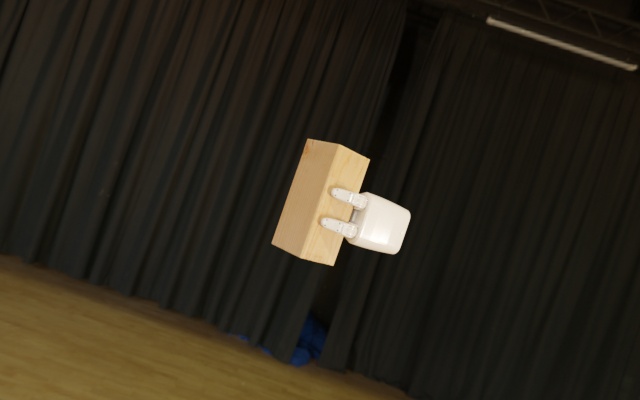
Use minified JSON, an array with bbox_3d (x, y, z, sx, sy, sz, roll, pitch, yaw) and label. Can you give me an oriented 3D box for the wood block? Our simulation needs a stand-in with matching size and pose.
[{"bbox_3d":[0.000,0.003,0.877,0.090,0.206,0.091,20,-1,-43],"label":"wood block"}]
